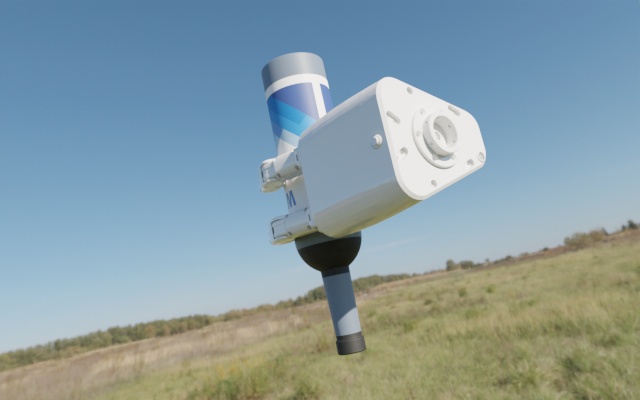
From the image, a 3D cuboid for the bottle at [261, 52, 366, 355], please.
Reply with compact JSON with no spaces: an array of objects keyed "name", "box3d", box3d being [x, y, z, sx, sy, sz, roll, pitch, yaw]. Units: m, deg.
[{"name":"bottle","box3d":[0.000,0.001,0.477,0.069,0.295,0.069,-12,-11,-2]}]
